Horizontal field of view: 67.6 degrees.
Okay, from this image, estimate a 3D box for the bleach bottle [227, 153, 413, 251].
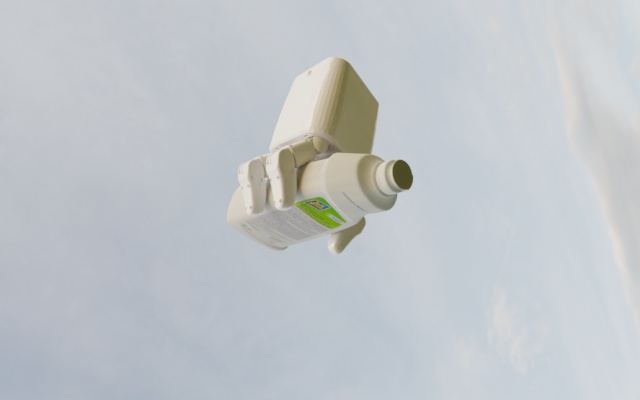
[{"bbox_3d":[0.000,0.002,0.523,0.102,0.068,0.251,31,-28,-31],"label":"bleach bottle"}]
